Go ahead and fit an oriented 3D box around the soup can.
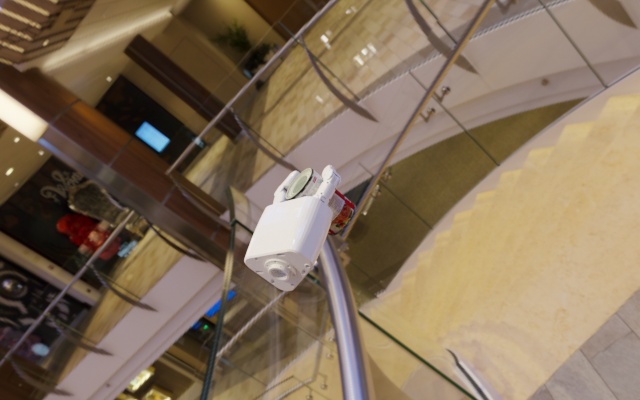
[{"bbox_3d":[0.000,0.002,0.796,0.102,0.068,0.068,39,-16,-20],"label":"soup can"}]
